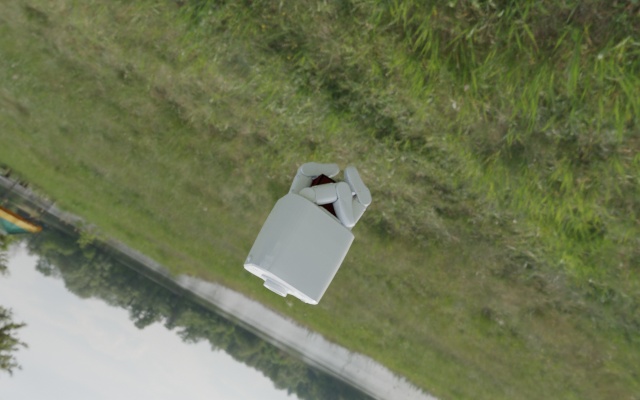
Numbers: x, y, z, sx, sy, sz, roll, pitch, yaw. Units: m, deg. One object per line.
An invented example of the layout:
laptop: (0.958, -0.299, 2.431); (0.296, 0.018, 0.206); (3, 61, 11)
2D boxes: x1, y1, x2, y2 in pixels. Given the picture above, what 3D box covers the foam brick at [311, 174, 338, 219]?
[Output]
foam brick: (0.000, 0.002, 0.686); (0.053, 0.051, 0.078); (32, -17, -11)
